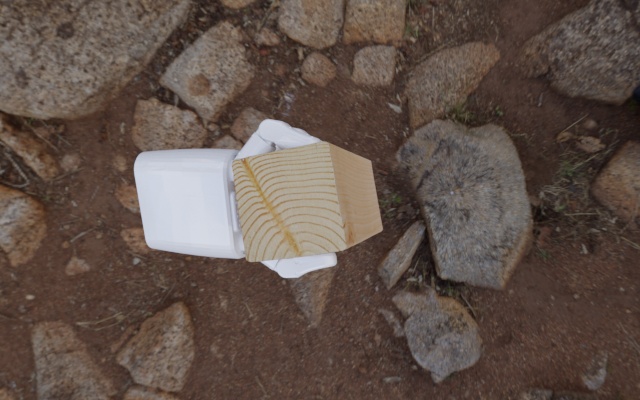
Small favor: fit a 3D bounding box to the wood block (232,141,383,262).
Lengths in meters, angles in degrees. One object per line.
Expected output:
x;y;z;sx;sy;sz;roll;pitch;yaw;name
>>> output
0.000;0.002;0.489;0.090;0.091;0.206;-9;-2;15;wood block
